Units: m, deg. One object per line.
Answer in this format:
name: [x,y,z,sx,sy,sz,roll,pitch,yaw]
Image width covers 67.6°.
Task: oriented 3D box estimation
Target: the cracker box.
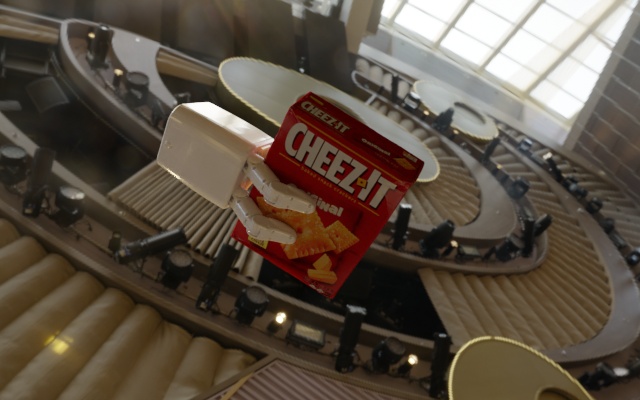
cracker box: [0.000,0.002,0.598,0.164,0.214,0.072,32,34,3]
